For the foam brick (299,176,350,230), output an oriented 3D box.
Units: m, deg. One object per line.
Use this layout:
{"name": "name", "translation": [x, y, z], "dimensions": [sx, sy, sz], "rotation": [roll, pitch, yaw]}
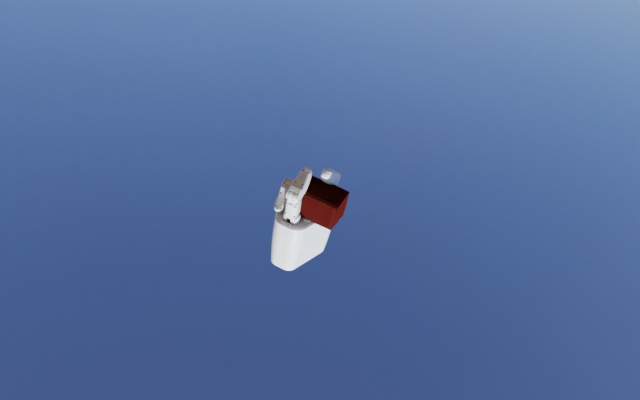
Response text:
{"name": "foam brick", "translation": [0.000, 0.003, 0.790], "dimensions": [0.078, 0.051, 0.053], "rotation": [25, 39, 15]}
